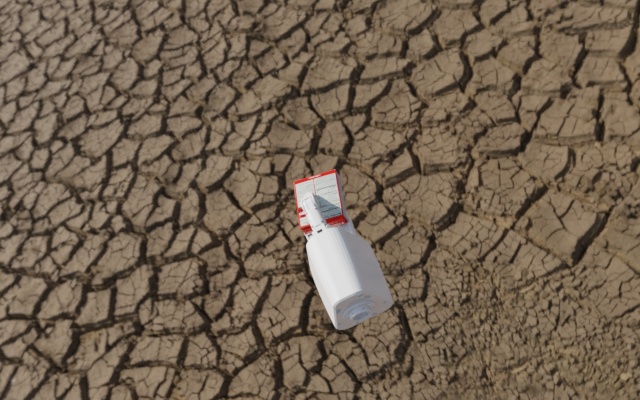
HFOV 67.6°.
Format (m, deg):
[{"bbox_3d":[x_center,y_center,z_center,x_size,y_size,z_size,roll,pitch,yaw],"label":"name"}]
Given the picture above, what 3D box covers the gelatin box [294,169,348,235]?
[{"bbox_3d":[0.000,0.002,0.757,0.073,0.089,0.030,-16,-29,13],"label":"gelatin box"}]
